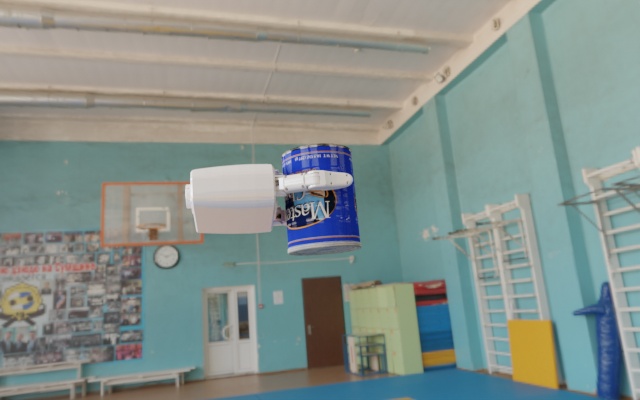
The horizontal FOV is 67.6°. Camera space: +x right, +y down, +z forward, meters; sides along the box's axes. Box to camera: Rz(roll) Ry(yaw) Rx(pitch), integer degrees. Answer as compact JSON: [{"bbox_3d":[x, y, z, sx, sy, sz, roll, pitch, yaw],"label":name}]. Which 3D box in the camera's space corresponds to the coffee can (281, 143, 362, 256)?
[{"bbox_3d":[0.000,0.002,0.675,0.103,0.140,0.103,-5,-12,-1],"label":"coffee can"}]
